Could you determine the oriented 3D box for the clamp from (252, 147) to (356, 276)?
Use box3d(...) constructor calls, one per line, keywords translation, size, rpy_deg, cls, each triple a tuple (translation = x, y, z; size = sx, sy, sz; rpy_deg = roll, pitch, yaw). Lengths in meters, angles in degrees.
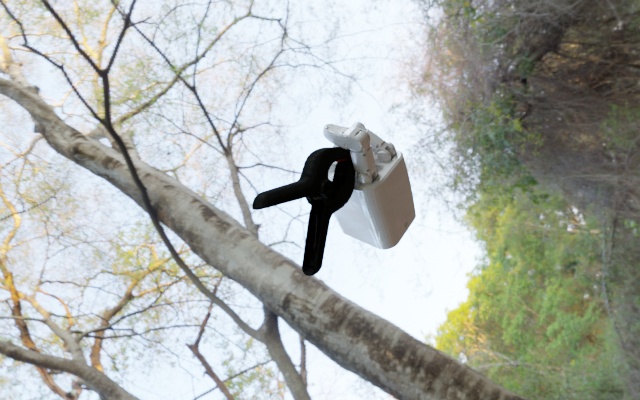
box3d(translation=(0.000, 0.002, 0.571), size=(0.039, 0.120, 0.171), rpy_deg=(5, 38, 42), cls="clamp")
